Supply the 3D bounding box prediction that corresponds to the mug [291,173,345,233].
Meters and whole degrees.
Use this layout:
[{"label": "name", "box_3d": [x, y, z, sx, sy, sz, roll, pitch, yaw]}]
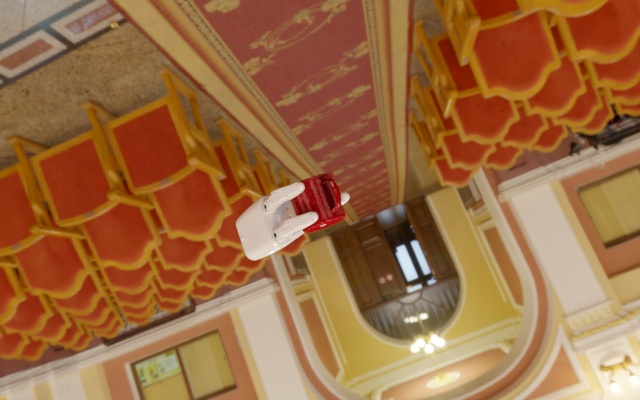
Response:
[{"label": "mug", "box_3d": [0.001, 0.002, 0.834, 0.093, 0.081, 0.117, -14, -12, -37]}]
